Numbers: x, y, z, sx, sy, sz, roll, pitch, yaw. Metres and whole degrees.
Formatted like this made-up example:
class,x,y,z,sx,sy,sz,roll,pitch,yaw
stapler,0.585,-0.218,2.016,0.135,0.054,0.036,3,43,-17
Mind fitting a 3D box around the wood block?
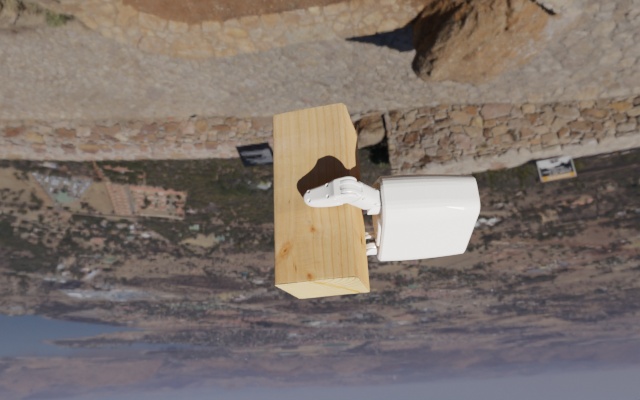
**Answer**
class,x,y,z,sx,sy,sz,roll,pitch,yaw
wood block,0.000,0.002,0.564,0.090,0.206,0.091,-8,-22,12
